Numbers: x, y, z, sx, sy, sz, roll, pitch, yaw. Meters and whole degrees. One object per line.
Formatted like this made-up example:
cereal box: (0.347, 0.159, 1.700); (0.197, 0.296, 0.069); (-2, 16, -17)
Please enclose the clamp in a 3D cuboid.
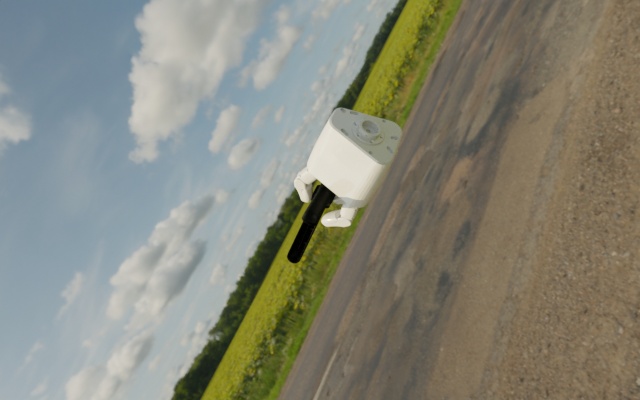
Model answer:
clamp: (0.000, 0.002, 0.816); (0.036, 0.209, 0.165); (27, -38, 1)
